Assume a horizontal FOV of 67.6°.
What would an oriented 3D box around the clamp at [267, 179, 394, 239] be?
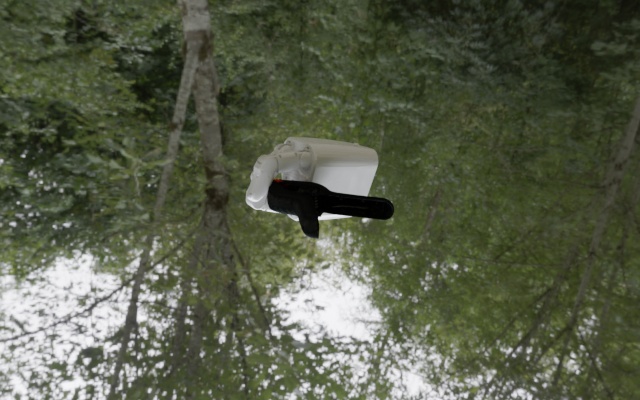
[{"bbox_3d":[0.000,0.002,0.567,0.120,0.039,0.171,-2,18,-30],"label":"clamp"}]
